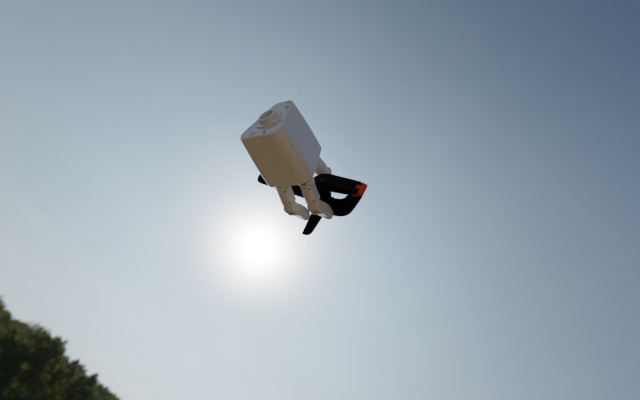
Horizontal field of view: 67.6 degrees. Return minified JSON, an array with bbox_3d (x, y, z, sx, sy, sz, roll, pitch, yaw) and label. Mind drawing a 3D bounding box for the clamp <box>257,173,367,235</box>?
[{"bbox_3d":[0.001,0.002,0.881,0.210,0.036,0.165,-4,-47,37],"label":"clamp"}]
